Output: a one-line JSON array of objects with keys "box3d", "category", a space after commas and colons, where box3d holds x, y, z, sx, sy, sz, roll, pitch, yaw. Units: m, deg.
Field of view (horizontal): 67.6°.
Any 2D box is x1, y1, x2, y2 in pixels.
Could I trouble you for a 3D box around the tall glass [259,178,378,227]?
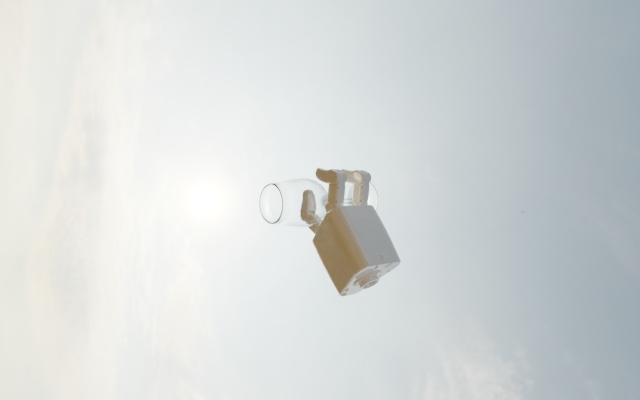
[{"box3d": [0.001, 0.002, 0.783, 0.201, 0.079, 0.079, -1, 1, -41], "category": "tall glass"}]
